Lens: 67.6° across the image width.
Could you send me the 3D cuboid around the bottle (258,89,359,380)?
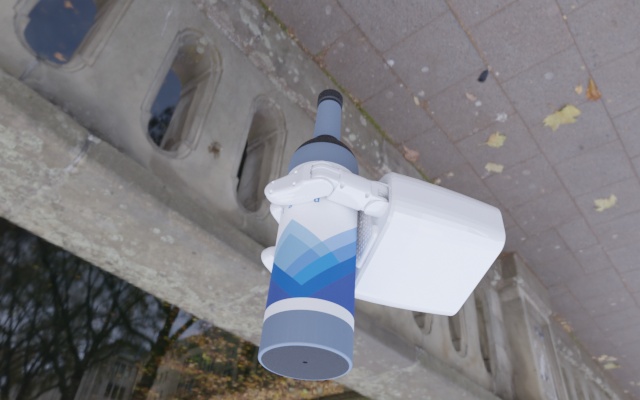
[{"bbox_3d":[0.000,0.002,0.426,0.069,0.295,0.069,3,-40,3],"label":"bottle"}]
